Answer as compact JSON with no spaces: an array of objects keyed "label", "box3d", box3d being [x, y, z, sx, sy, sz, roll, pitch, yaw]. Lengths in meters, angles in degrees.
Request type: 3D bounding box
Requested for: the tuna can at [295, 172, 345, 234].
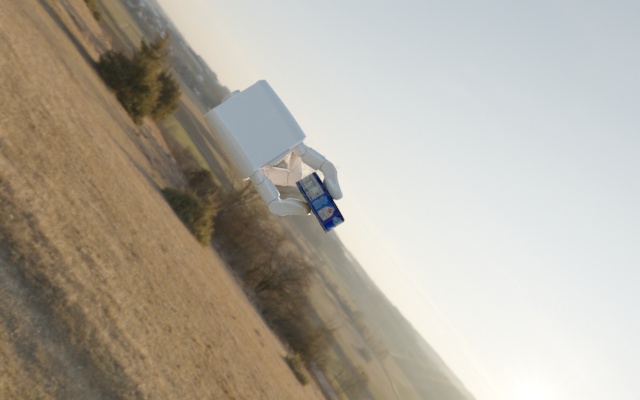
[{"label":"tuna can","box3d":[0.001,0.002,0.681,0.034,0.086,0.086,-31,0,0]}]
